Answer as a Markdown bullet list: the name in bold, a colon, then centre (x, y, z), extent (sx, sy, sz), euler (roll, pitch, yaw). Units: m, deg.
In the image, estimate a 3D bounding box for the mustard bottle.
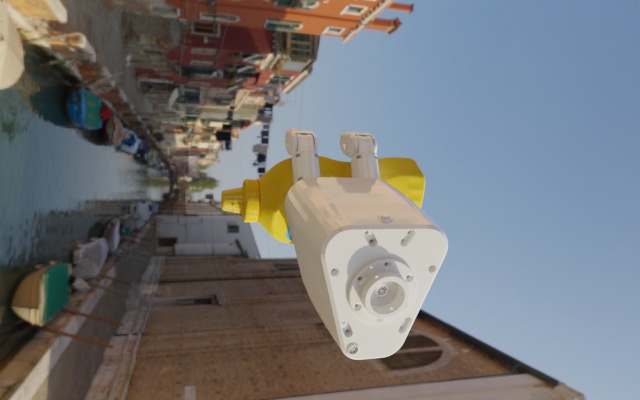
- **mustard bottle**: centre (0.000, 0.001, 0.471), extent (0.191, 0.096, 0.058), euler (1, 42, -15)
